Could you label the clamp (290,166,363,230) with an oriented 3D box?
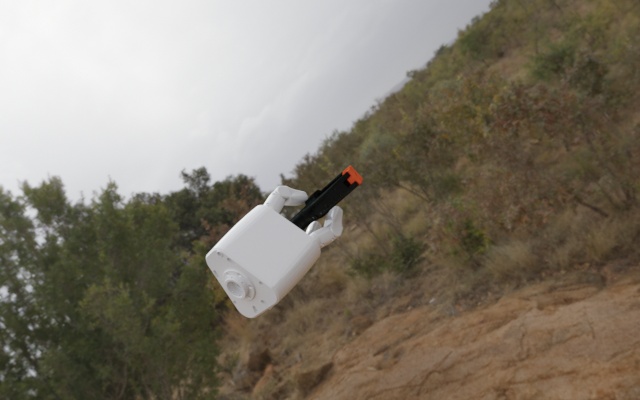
[{"bbox_3d":[0.000,0.002,0.746,0.210,0.036,0.164,-40,6,42],"label":"clamp"}]
